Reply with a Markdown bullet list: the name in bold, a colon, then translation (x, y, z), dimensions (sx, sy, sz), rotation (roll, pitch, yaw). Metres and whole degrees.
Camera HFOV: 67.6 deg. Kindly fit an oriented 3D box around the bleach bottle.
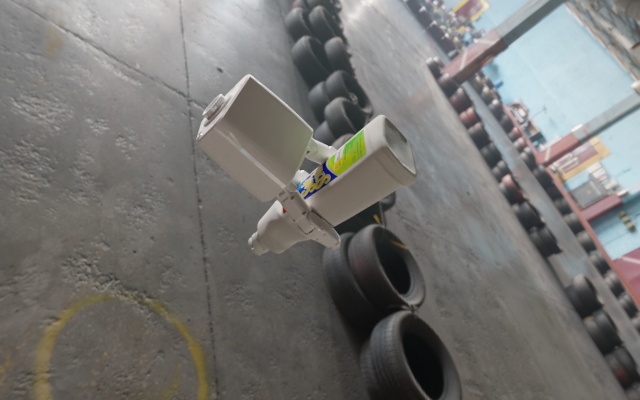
- **bleach bottle**: translation (0.000, 0.002, 0.603), dimensions (0.251, 0.068, 0.102), rotation (-37, 26, 26)
